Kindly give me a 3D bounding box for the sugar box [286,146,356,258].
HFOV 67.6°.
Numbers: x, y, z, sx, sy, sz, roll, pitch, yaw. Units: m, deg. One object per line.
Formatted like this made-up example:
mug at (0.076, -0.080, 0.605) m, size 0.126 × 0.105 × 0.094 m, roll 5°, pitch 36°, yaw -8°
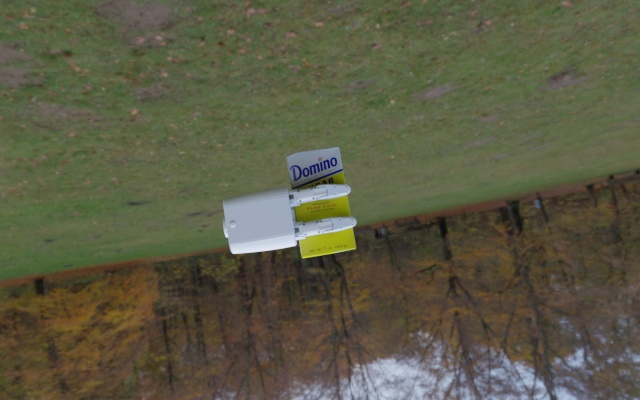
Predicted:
sugar box at (0.000, 0.003, 0.806) m, size 0.093 × 0.176 × 0.048 m, roll -10°, pitch -6°, yaw -4°
